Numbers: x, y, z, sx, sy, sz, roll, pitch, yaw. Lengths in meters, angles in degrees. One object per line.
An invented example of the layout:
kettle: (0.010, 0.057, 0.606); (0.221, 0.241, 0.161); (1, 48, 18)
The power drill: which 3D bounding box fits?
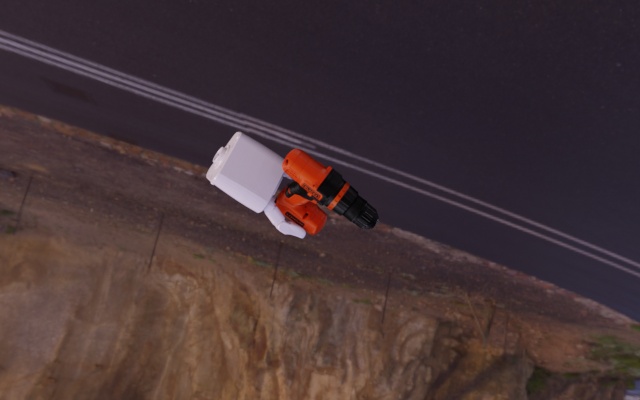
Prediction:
power drill: (0.000, 0.003, 0.841); (0.184, 0.057, 0.188); (39, -25, -2)
